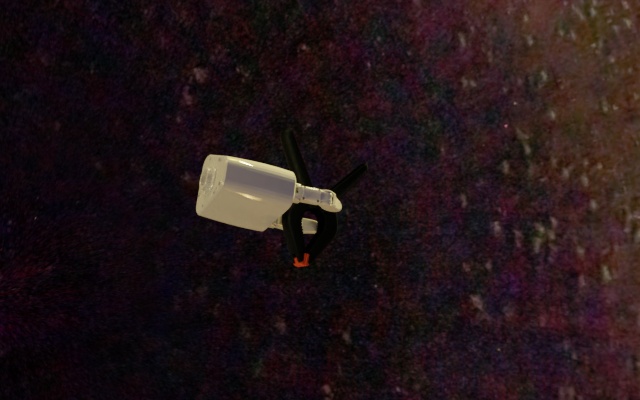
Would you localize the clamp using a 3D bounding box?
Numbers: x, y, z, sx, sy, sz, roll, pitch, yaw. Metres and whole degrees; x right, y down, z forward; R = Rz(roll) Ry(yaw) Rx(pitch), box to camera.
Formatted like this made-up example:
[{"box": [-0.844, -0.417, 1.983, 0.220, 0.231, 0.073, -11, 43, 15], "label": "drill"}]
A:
[{"box": [0.000, 0.003, 0.749, 0.164, 0.210, 0.036, 14, -17, -27], "label": "clamp"}]
